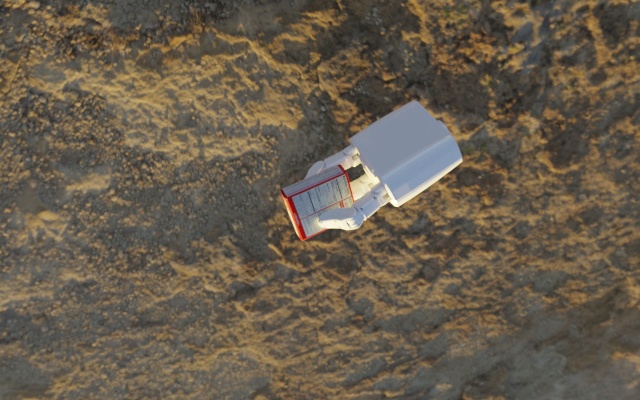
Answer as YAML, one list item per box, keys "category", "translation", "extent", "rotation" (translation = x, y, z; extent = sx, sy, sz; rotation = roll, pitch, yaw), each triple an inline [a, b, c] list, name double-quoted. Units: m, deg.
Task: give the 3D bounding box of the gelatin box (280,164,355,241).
- category: "gelatin box"
  translation: [0.000, 0.002, 0.637]
  extent: [0.089, 0.073, 0.030]
  rotation: [-25, 35, -9]
